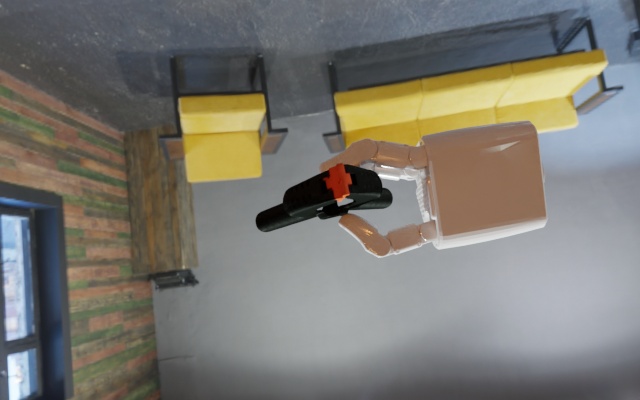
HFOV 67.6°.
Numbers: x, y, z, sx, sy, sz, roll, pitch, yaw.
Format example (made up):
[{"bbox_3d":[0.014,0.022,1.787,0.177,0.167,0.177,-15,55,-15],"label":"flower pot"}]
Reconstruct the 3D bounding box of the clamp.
[{"bbox_3d":[0.000,0.002,0.483,0.164,0.036,0.210,-13,-7,2],"label":"clamp"}]
